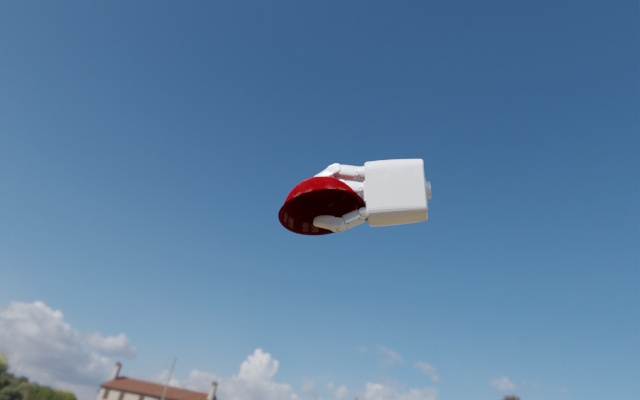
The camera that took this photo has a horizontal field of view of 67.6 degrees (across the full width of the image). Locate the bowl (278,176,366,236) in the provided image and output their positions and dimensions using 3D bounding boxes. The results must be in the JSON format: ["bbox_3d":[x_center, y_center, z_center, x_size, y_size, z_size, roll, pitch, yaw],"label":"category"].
[{"bbox_3d":[-0.001,0.003,0.887,0.162,0.055,0.162,-6,-33,-4],"label":"bowl"}]
